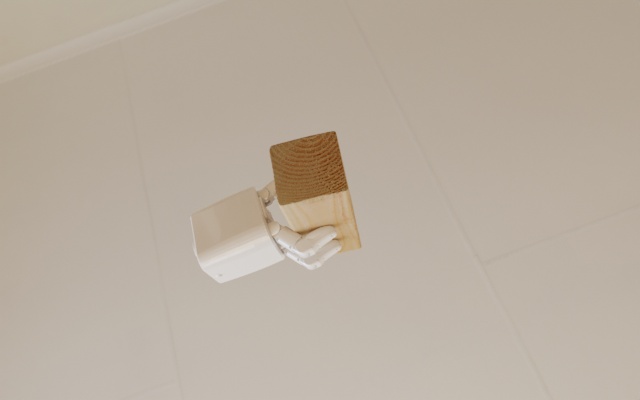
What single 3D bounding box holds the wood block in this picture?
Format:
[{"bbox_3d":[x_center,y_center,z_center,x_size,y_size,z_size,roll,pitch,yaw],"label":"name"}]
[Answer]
[{"bbox_3d":[0.000,0.002,0.681,0.090,0.090,0.206,-13,-26,3],"label":"wood block"}]
